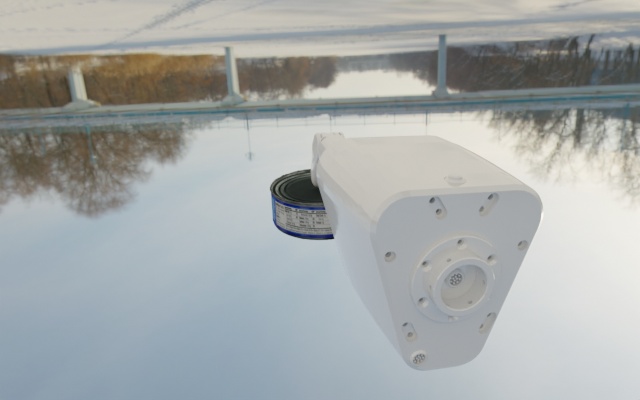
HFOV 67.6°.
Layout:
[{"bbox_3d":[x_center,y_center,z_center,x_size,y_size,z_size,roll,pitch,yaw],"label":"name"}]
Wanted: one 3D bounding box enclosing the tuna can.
[{"bbox_3d":[0.000,0.002,0.414,0.086,0.034,0.086,-1,23,1],"label":"tuna can"}]
